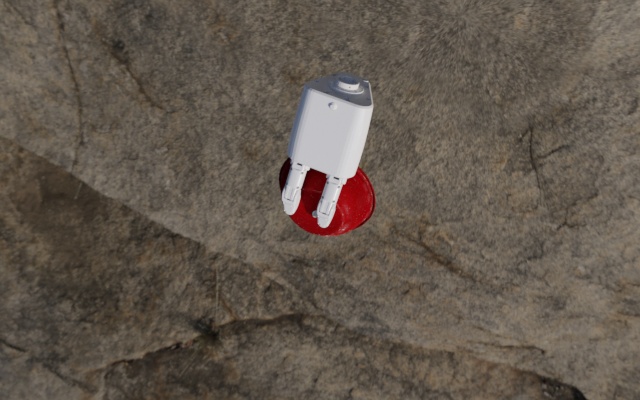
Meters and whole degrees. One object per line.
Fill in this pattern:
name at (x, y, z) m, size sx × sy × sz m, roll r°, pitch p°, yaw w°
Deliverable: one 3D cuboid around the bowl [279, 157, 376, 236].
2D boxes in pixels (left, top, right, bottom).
bowl at (0.000, 0.004, 0.735) m, size 0.162 × 0.162 × 0.055 m, roll 0°, pitch 38°, yaw 26°
